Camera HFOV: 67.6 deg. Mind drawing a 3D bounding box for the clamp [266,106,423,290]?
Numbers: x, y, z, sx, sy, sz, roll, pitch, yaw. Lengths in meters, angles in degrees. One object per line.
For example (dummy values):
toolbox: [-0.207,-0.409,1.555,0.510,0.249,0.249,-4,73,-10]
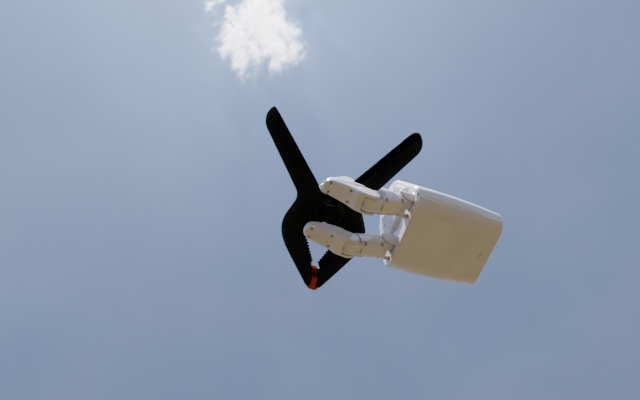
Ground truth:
clamp: [0.000,0.002,0.528,0.164,0.210,0.036,16,23,-7]
